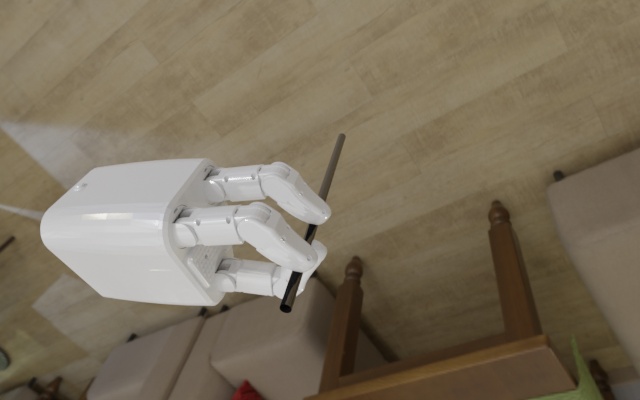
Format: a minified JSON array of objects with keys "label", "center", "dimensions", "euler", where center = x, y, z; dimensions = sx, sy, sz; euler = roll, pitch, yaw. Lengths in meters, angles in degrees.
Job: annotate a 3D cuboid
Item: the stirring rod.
[{"label":"stirring rod","center":[0.000,0.001,0.401],"dimensions":[0.011,0.011,0.239],"euler":[0,34,13]}]
